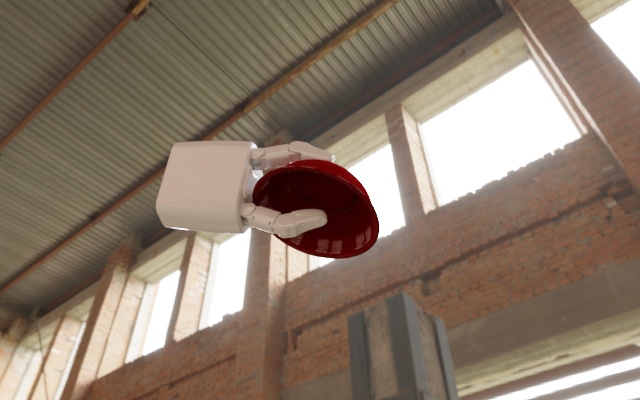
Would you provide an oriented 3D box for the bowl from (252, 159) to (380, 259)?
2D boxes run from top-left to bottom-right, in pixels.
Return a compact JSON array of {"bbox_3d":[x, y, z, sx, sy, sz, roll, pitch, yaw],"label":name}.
[{"bbox_3d":[0.001,0.002,0.594,0.162,0.055,0.162,13,-41,12],"label":"bowl"}]
